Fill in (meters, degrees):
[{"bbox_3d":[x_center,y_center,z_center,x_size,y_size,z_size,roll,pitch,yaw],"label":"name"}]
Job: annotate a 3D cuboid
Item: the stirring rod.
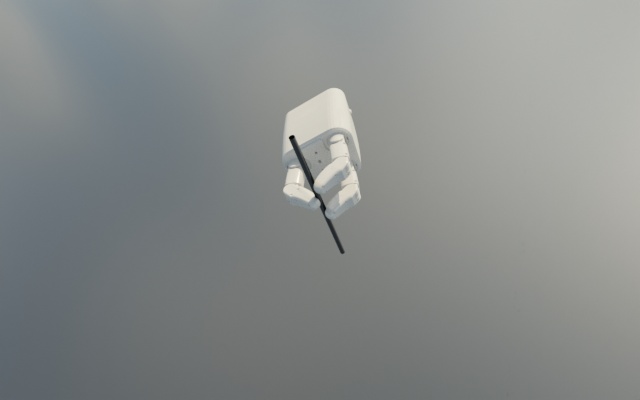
[{"bbox_3d":[0.000,0.002,0.651,0.011,0.011,0.240,0,-40,22],"label":"stirring rod"}]
